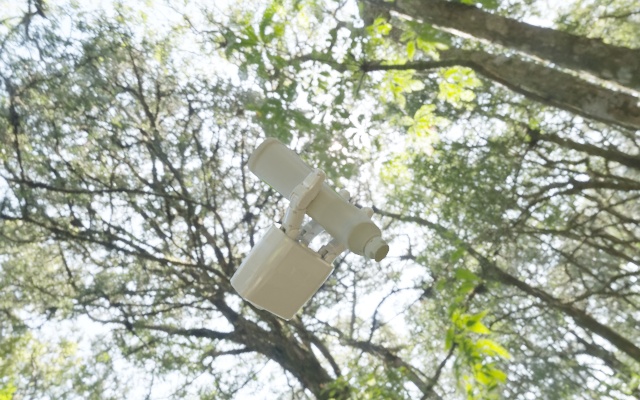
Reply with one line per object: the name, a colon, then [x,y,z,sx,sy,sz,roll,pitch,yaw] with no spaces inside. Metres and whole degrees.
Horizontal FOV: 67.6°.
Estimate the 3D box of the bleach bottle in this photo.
bleach bottle: [0.000,0.002,0.687,0.250,0.068,0.103,40,3,38]
